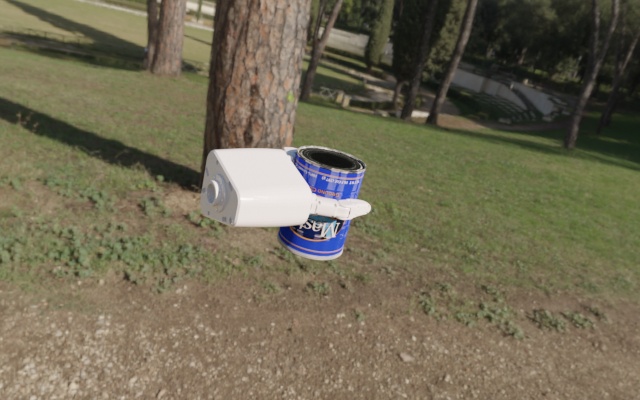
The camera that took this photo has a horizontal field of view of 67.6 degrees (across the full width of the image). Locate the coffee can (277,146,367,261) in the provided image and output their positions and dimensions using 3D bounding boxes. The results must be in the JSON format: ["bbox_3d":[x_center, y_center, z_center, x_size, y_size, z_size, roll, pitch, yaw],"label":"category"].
[{"bbox_3d":[0.000,0.002,0.705,0.103,0.140,0.102,13,21,-5],"label":"coffee can"}]
